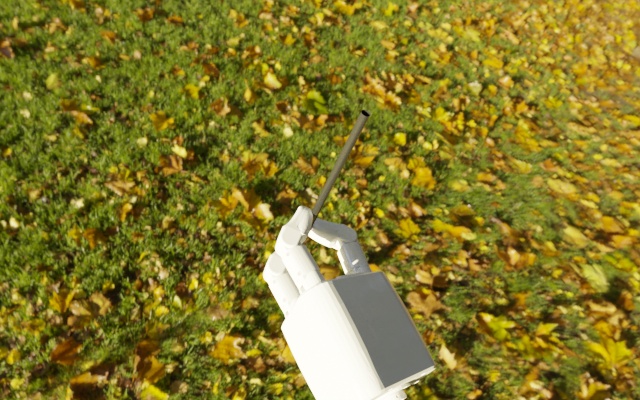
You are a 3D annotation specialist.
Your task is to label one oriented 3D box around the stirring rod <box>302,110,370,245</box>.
[{"bbox_3d":[0.000,0.002,0.475,0.011,0.011,0.240,0,-37,-22],"label":"stirring rod"}]
